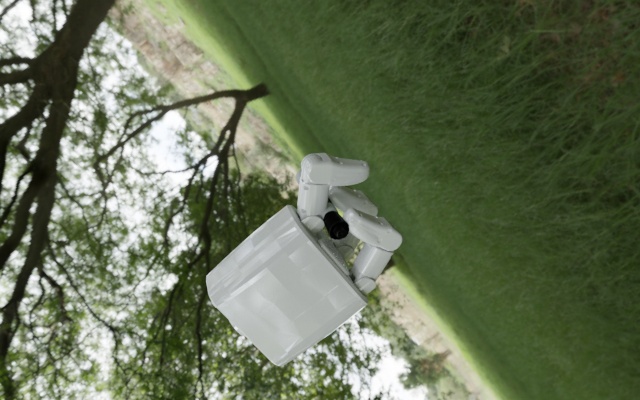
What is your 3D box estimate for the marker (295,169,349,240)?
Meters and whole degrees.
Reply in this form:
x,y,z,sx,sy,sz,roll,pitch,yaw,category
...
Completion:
x,y,z,sx,sy,sz,roll,pitch,yaw,category
0.000,0.001,0.449,0.020,0.020,0.121,0,26,-19,marker
